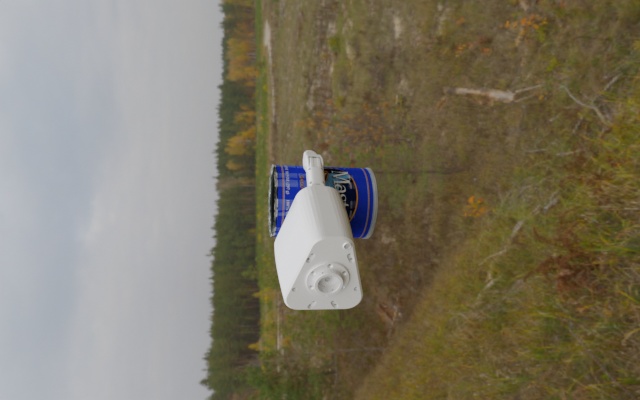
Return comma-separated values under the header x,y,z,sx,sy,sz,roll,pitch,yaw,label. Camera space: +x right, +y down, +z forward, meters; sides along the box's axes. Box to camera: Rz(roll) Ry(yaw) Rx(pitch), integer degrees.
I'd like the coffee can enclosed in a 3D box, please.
x,y,z,sx,sy,sz,roll,pitch,yaw,label
0.000,0.002,0.679,0.140,0.103,0.103,1,0,-11,coffee can
